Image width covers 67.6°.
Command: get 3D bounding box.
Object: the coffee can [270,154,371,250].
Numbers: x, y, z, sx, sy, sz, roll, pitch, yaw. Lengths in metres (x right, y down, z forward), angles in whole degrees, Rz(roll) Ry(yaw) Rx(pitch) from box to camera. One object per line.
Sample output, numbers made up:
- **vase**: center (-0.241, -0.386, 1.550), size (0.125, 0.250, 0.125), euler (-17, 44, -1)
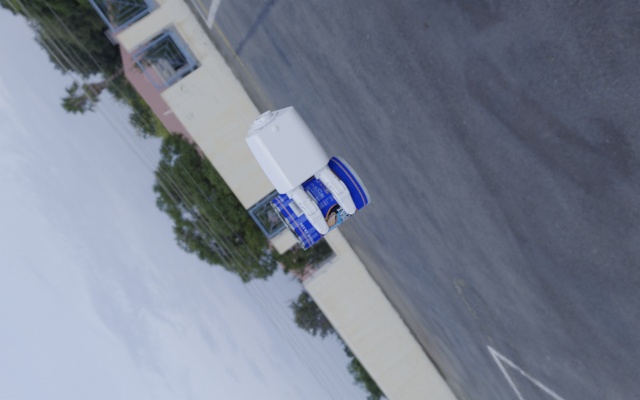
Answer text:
- **coffee can**: center (0.000, 0.003, 0.816), size (0.140, 0.103, 0.103), euler (-36, 5, -7)
